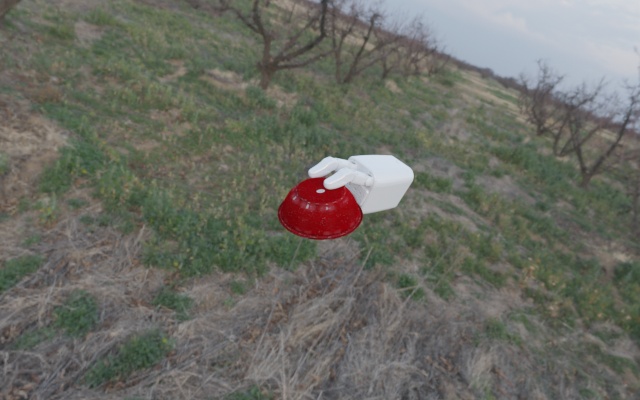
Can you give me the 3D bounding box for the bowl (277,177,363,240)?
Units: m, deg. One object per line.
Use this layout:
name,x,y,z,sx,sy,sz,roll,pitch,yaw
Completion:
bowl,-0.001,0.003,0.886,0.162,0.055,0.162,1,35,-1
